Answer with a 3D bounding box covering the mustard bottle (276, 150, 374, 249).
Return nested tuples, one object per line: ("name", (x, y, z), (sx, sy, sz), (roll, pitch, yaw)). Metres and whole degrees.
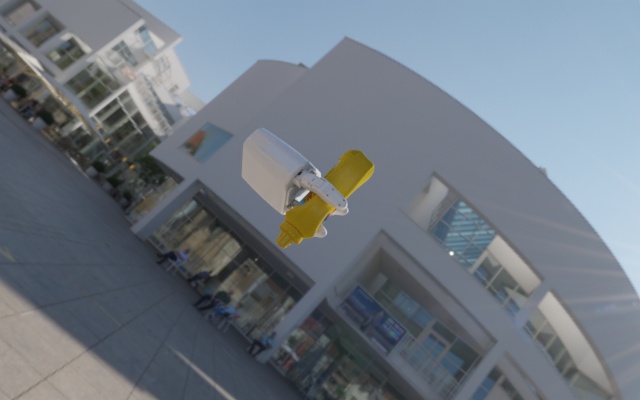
("mustard bottle", (0.001, 0.003, 0.764), (0.191, 0.058, 0.096), (-45, 7, -16))
